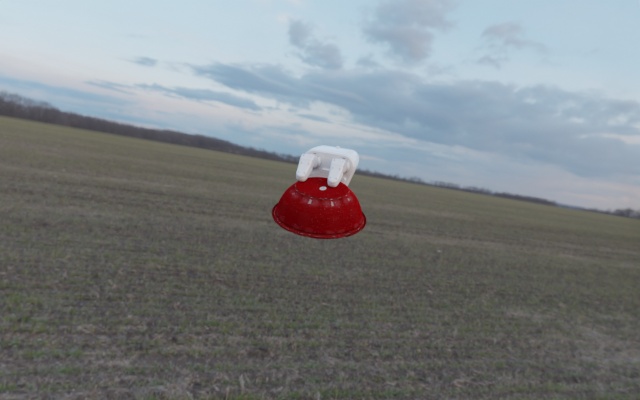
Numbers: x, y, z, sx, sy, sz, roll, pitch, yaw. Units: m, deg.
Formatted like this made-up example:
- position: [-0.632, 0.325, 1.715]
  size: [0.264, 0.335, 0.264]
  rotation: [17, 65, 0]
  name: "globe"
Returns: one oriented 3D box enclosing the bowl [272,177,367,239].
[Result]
- position: [0.000, 0.003, 0.799]
  size: [0.162, 0.055, 0.162]
  rotation: [5, 25, -2]
  name: "bowl"
